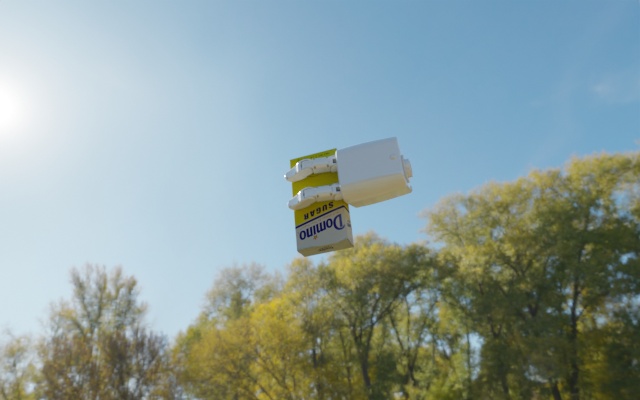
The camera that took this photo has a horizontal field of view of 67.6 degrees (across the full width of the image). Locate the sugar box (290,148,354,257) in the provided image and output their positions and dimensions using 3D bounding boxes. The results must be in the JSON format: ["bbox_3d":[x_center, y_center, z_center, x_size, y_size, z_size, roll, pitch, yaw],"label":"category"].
[{"bbox_3d":[0.000,0.002,0.833,0.093,0.176,0.048,-14,-28,15],"label":"sugar box"}]
